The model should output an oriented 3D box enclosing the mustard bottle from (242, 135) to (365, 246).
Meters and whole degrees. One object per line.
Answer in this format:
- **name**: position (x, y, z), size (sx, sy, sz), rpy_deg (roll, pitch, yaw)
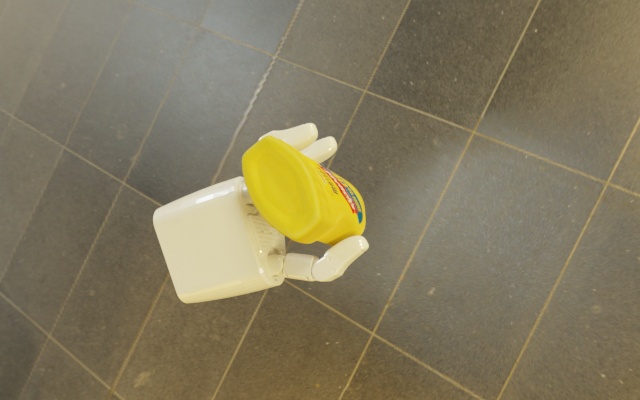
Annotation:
- **mustard bottle**: position (0.000, 0.001, 0.479), size (0.058, 0.096, 0.192), rpy_deg (-40, -20, 12)
